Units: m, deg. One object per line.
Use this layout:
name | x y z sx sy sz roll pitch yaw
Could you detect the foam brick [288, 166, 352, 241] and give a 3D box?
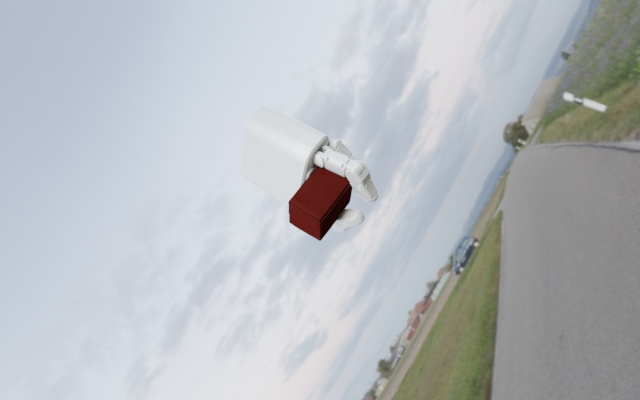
foam brick | 0.000 0.002 0.621 0.051 0.078 0.053 29 -31 16
